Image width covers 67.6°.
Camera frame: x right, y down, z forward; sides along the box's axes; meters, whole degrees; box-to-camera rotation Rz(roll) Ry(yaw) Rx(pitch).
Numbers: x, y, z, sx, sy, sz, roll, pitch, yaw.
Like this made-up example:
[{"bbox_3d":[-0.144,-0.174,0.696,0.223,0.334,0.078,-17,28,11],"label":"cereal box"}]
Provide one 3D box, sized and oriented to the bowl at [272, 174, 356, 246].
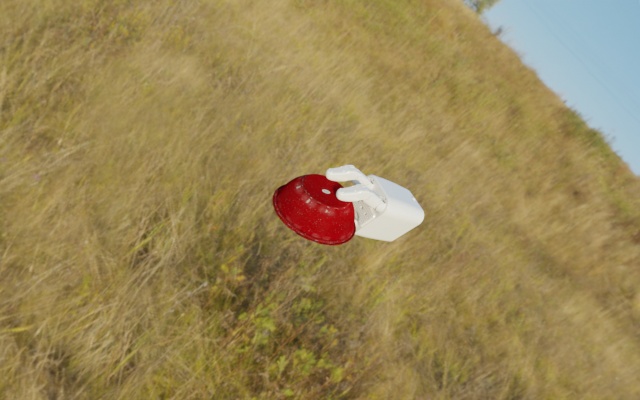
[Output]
[{"bbox_3d":[-0.001,0.003,0.835,0.162,0.055,0.162,19,34,-13],"label":"bowl"}]
